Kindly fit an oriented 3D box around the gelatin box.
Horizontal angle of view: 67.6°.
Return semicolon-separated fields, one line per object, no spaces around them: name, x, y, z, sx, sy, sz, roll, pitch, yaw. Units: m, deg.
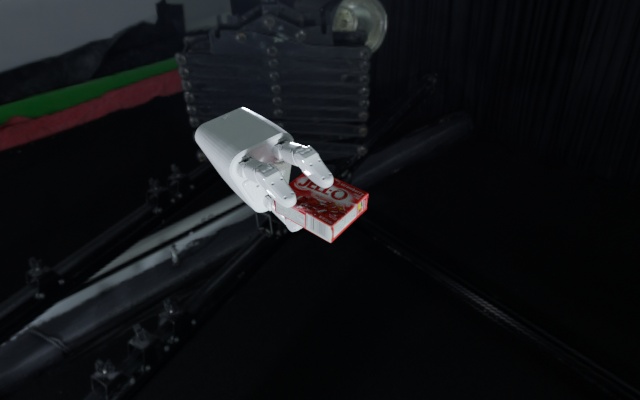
gelatin box;0.000;0.002;0.568;0.089;0.030;0.073;27;48;28
